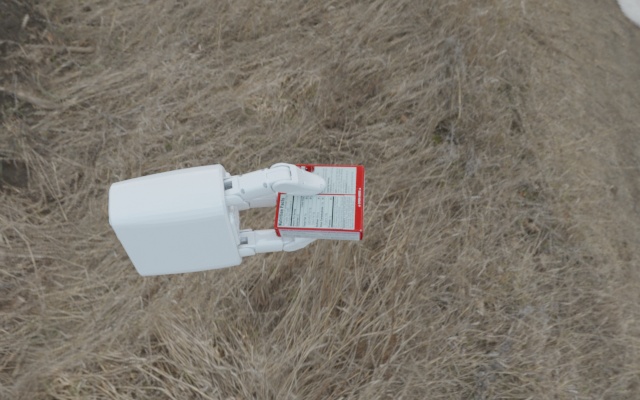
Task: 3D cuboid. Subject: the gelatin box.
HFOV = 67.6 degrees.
[{"bbox_3d":[0.000,0.001,0.489,0.089,0.073,0.030,1,-24,6],"label":"gelatin box"}]
